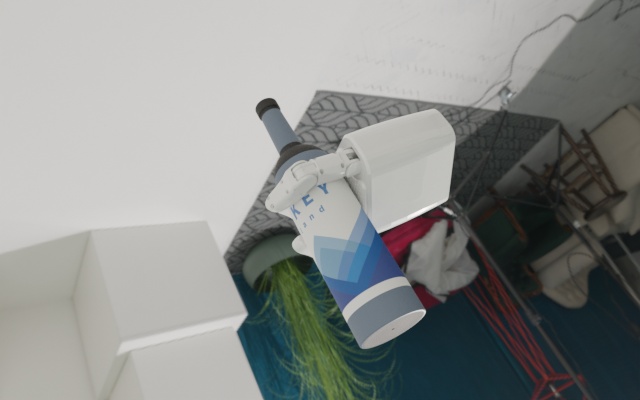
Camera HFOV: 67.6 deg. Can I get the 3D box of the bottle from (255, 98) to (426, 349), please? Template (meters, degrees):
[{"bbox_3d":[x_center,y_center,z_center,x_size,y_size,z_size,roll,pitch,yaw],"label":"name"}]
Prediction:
[{"bbox_3d":[0.000,0.002,0.489,0.069,0.295,0.069,-22,-30,-13],"label":"bottle"}]
